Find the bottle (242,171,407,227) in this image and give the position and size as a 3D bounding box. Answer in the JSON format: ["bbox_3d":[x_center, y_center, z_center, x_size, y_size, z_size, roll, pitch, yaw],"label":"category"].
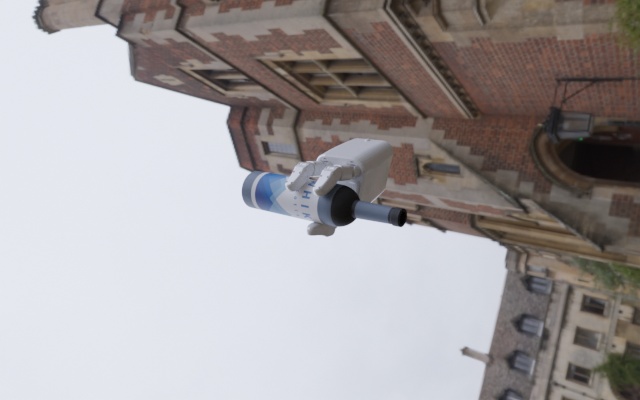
[{"bbox_3d":[0.000,0.003,0.764,0.295,0.069,0.069,11,6,36],"label":"bottle"}]
